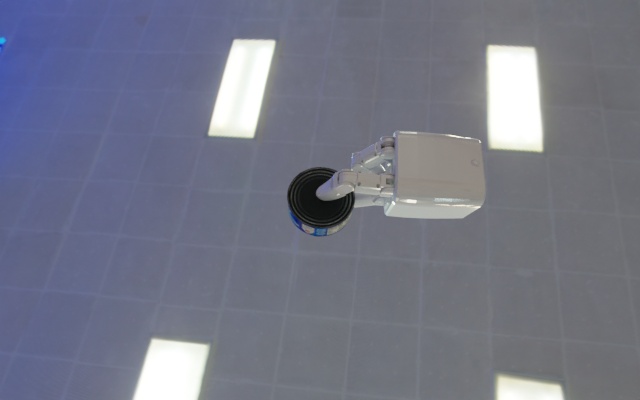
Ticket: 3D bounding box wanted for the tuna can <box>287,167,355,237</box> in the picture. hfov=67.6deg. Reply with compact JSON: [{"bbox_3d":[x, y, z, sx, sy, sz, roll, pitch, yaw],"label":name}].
[{"bbox_3d":[0.000,0.002,0.613,0.086,0.086,0.034,0,-26,-3],"label":"tuna can"}]
